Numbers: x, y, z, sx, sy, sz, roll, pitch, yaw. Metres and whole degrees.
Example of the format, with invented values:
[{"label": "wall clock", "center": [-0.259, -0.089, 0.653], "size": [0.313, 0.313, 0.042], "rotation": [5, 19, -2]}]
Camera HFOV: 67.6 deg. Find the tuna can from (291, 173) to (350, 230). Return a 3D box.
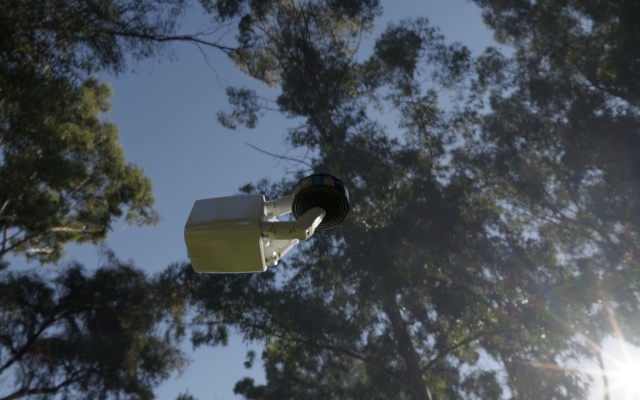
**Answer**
[{"label": "tuna can", "center": [0.000, 0.002, 0.710], "size": [0.086, 0.086, 0.033], "rotation": [0, 40, -1]}]
